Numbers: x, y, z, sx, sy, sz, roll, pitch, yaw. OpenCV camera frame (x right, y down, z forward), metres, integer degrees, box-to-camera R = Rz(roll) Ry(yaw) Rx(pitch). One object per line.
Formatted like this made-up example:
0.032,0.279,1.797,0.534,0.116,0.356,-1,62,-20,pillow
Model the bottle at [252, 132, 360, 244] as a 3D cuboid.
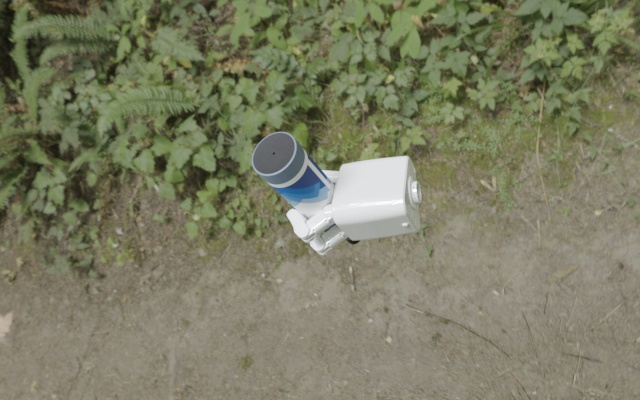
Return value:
0.000,0.002,0.734,0.069,0.069,0.296,0,-26,27,bottle
